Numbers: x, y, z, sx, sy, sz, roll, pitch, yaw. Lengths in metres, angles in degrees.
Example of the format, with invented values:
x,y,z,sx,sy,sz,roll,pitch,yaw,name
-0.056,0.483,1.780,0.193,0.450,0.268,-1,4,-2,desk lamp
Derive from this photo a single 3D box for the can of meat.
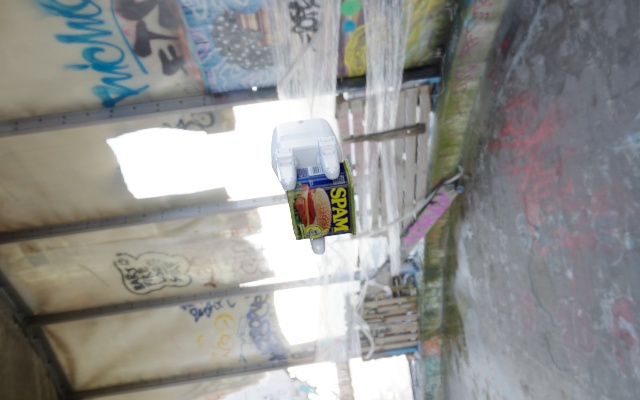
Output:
x,y,z,sx,sy,sz,roll,pitch,yaw,name
0.000,0.002,0.628,0.084,0.102,0.057,-8,35,-2,can of meat
